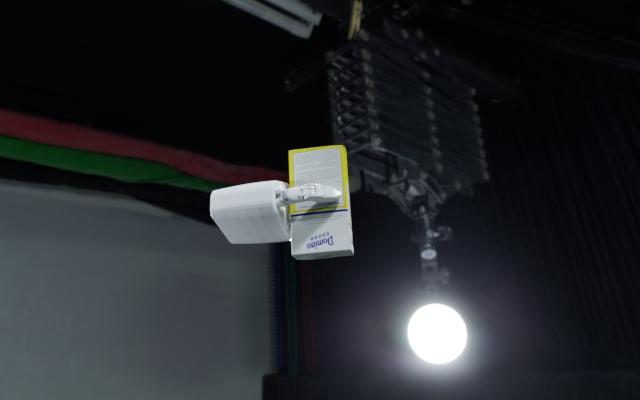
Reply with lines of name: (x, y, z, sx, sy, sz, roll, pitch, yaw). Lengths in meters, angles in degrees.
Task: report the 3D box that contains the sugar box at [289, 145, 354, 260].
sugar box: (0.000, 0.003, 0.758, 0.093, 0.176, 0.048, -6, -18, 9)
